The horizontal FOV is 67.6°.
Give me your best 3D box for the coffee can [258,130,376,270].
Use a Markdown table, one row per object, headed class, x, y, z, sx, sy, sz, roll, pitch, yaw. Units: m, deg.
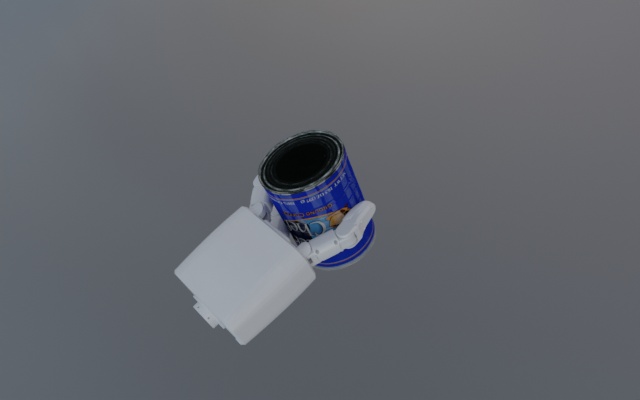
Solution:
| class | x | y | z | sx | sy | sz | roll | pitch | yaw |
| --- | --- | --- | --- | --- | --- | --- | --- | --- | --- |
| coffee can | 0.000 | 0.002 | 0.573 | 0.103 | 0.102 | 0.140 | 0 | -42 | 26 |
